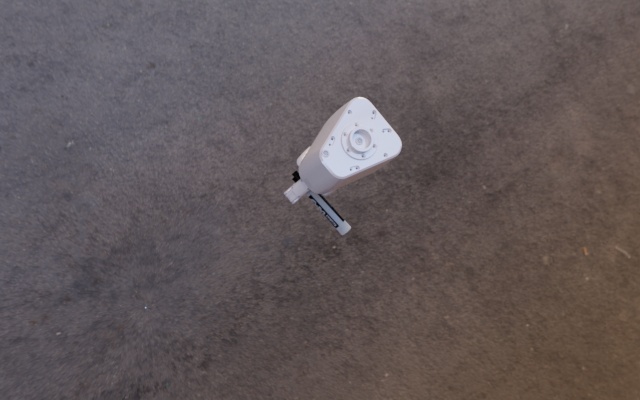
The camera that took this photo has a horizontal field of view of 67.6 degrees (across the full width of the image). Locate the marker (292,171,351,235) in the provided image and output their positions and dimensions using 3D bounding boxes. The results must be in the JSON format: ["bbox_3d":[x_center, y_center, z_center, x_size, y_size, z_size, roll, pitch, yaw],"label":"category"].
[{"bbox_3d":[0.000,0.002,0.725,0.020,0.121,0.020,-41,4,4],"label":"marker"}]
